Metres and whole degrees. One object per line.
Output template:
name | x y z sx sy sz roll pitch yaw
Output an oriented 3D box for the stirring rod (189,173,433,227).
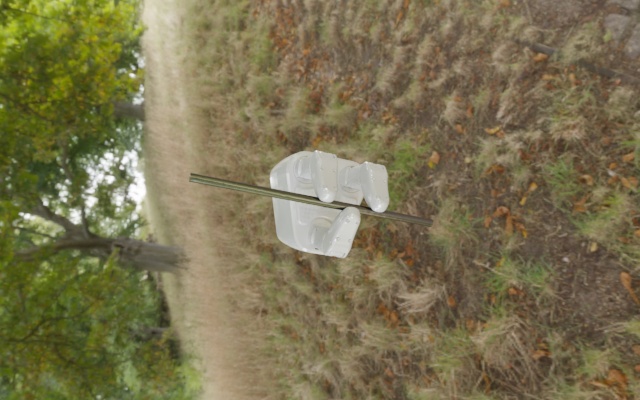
stirring rod | 0.000 0.002 0.447 0.239 0.011 0.011 11 -3 -18
